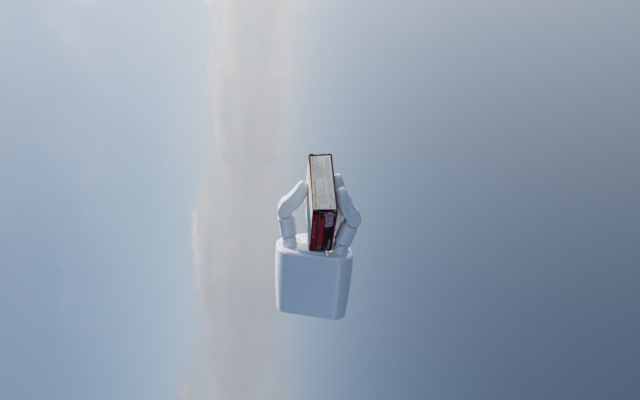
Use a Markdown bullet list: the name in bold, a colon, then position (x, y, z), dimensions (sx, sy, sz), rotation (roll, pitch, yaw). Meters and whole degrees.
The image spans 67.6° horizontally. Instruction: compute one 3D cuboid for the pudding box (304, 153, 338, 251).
- **pudding box**: position (0.000, 0.002, 0.683), dimensions (0.039, 0.113, 0.090), rotation (-1, -42, -8)
